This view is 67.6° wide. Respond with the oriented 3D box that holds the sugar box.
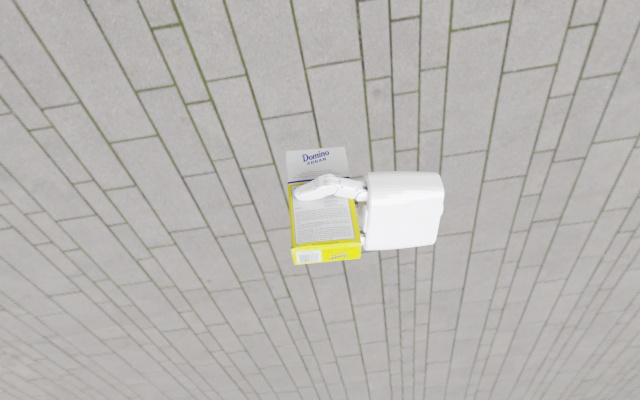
[{"bbox_3d":[0.000,0.003,0.681,0.093,0.176,0.048,-5,-40,-2],"label":"sugar box"}]
